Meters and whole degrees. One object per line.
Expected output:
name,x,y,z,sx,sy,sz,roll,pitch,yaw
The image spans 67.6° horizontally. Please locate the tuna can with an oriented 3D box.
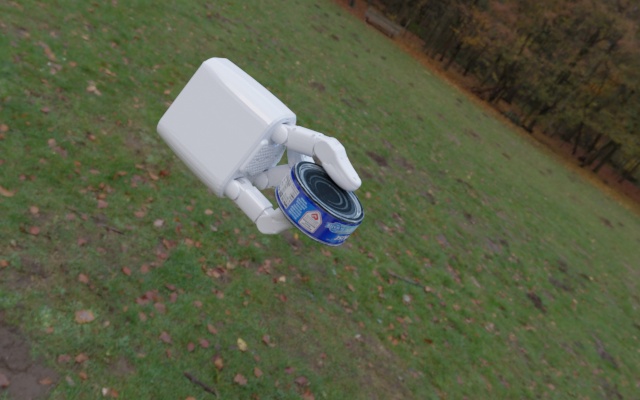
tuna can,0.000,0.001,0.460,0.034,0.086,0.086,-50,-26,24
